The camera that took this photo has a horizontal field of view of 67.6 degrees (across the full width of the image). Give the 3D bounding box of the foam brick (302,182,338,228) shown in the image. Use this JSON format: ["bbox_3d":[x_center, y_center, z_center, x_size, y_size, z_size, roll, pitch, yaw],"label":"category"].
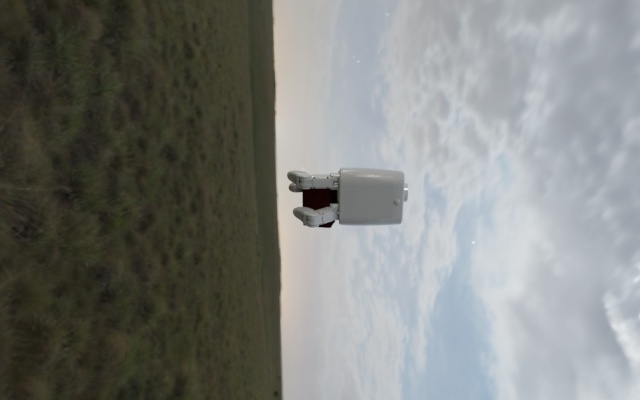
[{"bbox_3d":[0.000,0.003,0.832,0.051,0.078,0.053,5,21,15],"label":"foam brick"}]
